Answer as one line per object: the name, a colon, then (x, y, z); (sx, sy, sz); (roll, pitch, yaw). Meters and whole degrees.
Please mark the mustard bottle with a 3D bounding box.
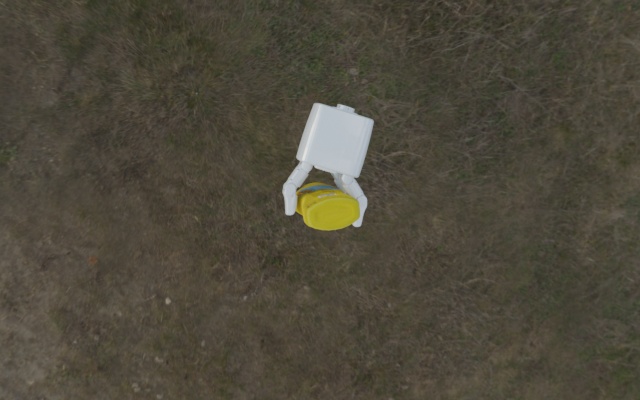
mustard bottle: (0.000, 0.003, 0.888); (0.096, 0.058, 0.191); (-10, 15, -12)
